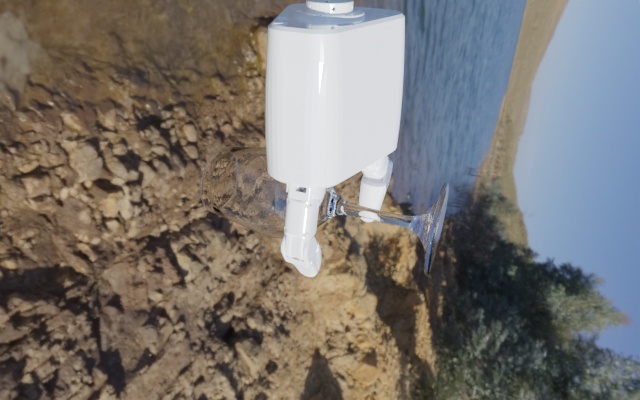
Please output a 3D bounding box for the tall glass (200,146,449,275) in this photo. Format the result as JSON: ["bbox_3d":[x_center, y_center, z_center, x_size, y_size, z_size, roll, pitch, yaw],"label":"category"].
[{"bbox_3d":[0.001,0.002,0.405,0.201,0.079,0.079,12,4,18],"label":"tall glass"}]
